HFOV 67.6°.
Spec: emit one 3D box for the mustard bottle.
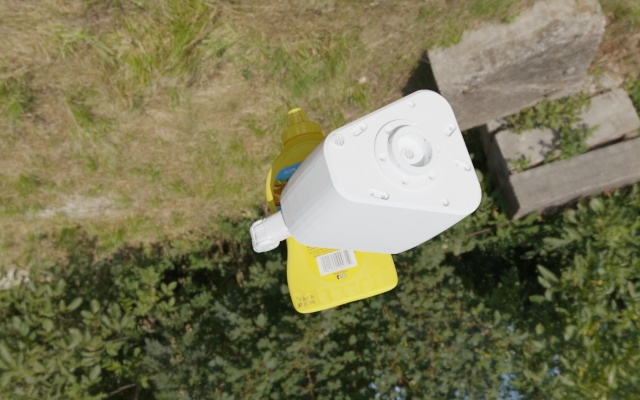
[{"bbox_3d":[0.000,0.002,0.450,0.096,0.191,0.058,-16,-13,2],"label":"mustard bottle"}]
